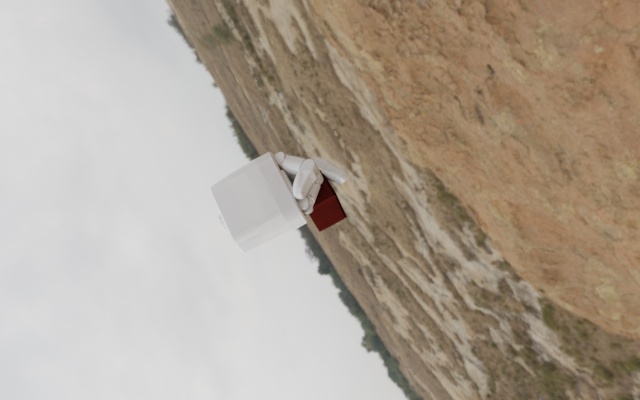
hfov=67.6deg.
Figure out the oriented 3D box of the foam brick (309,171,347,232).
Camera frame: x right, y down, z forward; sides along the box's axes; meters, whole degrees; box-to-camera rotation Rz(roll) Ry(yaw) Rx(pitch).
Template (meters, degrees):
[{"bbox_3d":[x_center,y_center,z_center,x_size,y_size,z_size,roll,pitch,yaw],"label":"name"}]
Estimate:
[{"bbox_3d":[0.000,0.003,0.750,0.051,0.053,0.078,-30,-34,-1],"label":"foam brick"}]
